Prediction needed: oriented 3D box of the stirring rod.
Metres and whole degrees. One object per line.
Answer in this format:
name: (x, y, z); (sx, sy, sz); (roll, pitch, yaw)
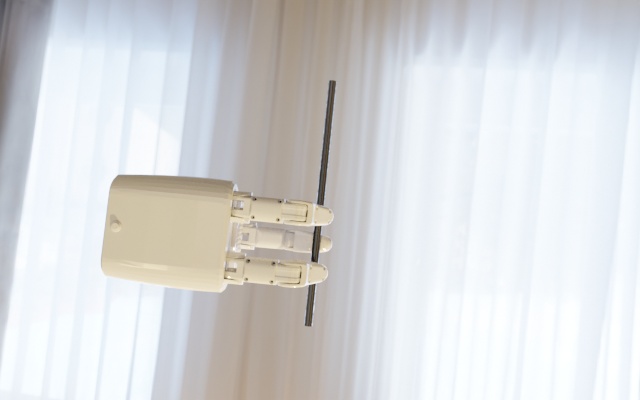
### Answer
stirring rod: (0.000, 0.001, 0.467); (0.011, 0.239, 0.011); (6, -3, 0)
